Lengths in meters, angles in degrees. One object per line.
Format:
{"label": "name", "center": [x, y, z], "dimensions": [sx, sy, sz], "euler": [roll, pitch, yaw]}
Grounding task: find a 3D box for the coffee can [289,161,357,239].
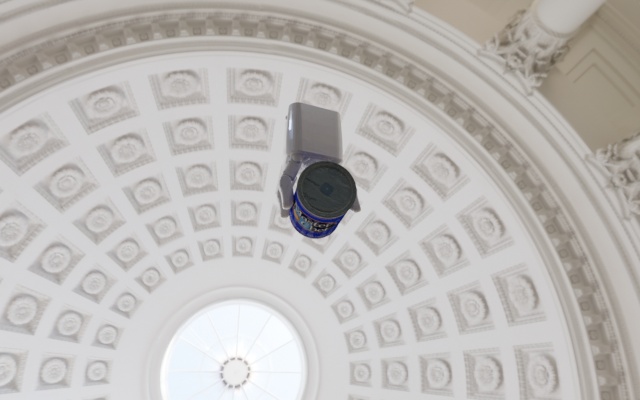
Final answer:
{"label": "coffee can", "center": [0.000, 0.003, 0.866], "dimensions": [0.103, 0.102, 0.140], "euler": [0, -19, -10]}
